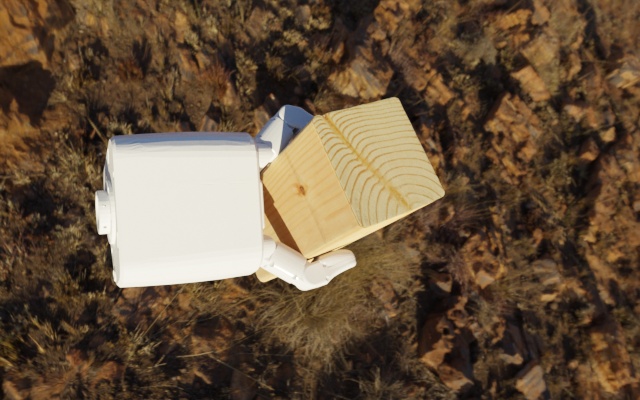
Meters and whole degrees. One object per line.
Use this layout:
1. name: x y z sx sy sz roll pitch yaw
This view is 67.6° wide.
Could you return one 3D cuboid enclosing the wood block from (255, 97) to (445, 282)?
1. wood block: 0.000 0.002 0.442 0.090 0.091 0.206 -19 -9 -32
